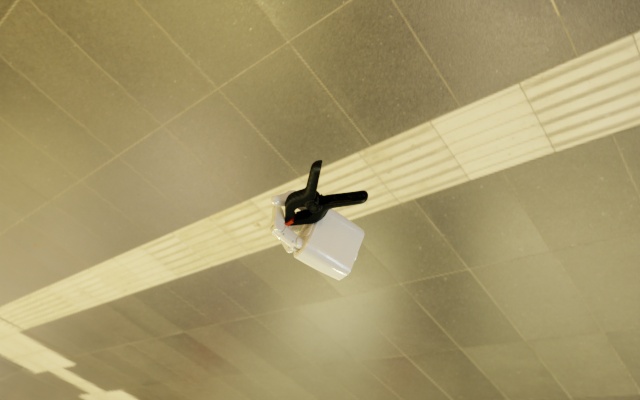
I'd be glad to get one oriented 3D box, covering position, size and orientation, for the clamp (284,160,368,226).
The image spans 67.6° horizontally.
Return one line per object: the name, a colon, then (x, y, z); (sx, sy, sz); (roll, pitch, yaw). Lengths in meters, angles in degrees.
clamp: (0.000, 0.003, 0.861); (0.120, 0.039, 0.171); (31, -43, -15)
